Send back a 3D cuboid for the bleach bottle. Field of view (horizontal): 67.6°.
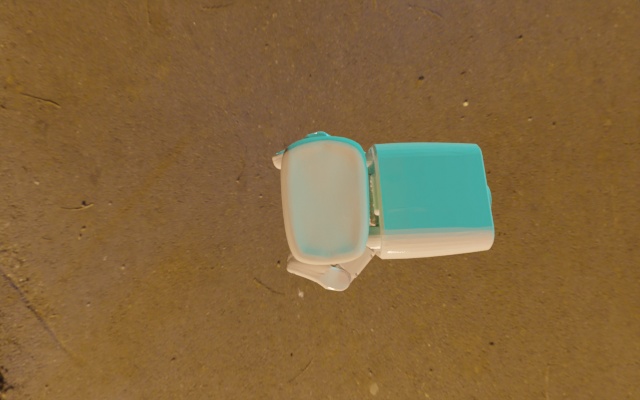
[{"bbox_3d":[0.000,0.002,0.485,0.068,0.102,0.251,-3,0,-2],"label":"bleach bottle"}]
